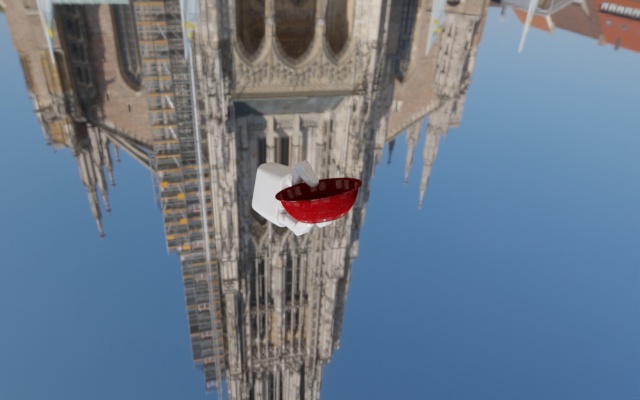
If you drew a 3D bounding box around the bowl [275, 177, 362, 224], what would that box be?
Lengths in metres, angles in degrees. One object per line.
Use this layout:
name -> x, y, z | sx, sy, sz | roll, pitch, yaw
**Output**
bowl -> 0.001, 0.004, 0.877 | 0.162, 0.055, 0.162 | -9, 13, 2
